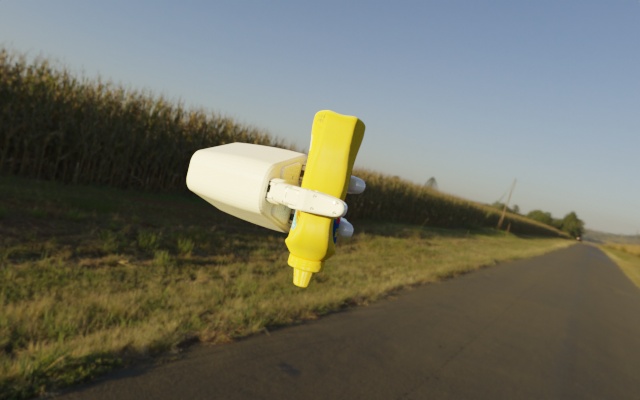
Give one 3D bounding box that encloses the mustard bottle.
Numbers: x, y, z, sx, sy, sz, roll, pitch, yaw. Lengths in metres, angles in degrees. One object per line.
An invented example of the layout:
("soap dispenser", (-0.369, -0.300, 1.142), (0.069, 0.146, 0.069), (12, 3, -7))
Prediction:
("mustard bottle", (0.000, 0.002, 0.530), (0.058, 0.191, 0.096), (14, 2, -2))
